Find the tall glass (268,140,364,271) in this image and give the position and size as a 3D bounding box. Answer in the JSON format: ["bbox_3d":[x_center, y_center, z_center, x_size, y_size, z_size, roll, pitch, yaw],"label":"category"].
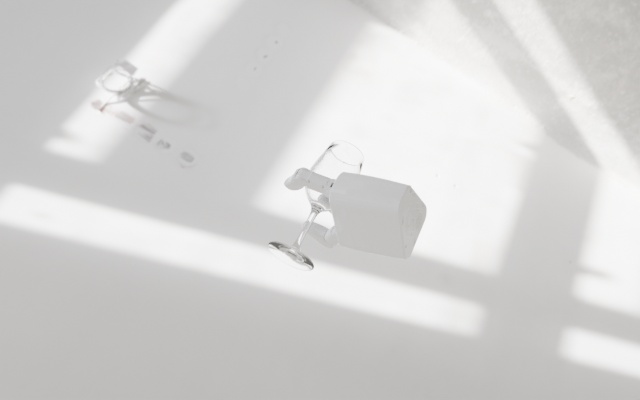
[{"bbox_3d":[0.000,0.003,0.726,0.079,0.201,0.079,22,-27,12],"label":"tall glass"}]
